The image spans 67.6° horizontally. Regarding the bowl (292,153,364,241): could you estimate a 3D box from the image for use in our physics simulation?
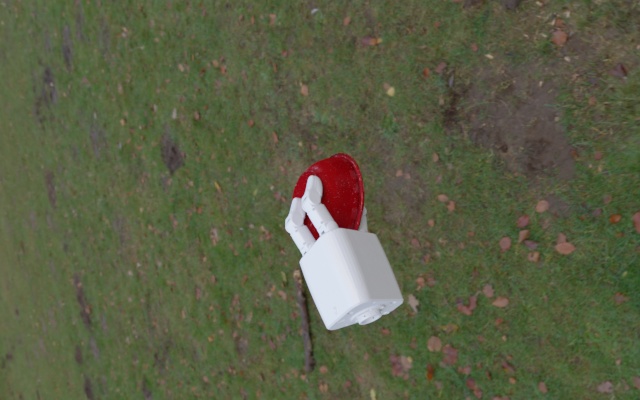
[{"bbox_3d":[-0.001,0.002,0.738,0.055,0.162,0.162,7,-4,-29],"label":"bowl"}]
